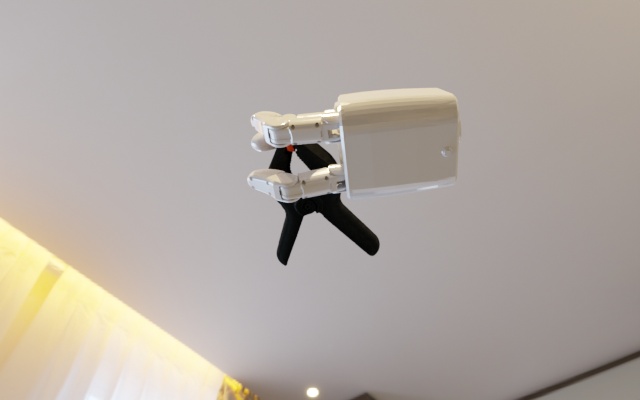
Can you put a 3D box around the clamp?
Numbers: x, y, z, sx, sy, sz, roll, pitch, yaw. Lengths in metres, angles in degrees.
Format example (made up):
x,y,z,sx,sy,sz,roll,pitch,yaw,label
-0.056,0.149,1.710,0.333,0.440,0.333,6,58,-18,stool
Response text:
x,y,z,sx,sy,sz,roll,pitch,yaw,label
0.000,0.001,0.512,0.120,0.172,0.039,-4,35,6,clamp
